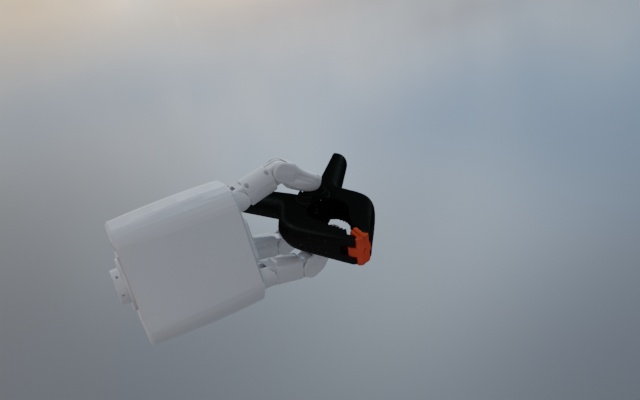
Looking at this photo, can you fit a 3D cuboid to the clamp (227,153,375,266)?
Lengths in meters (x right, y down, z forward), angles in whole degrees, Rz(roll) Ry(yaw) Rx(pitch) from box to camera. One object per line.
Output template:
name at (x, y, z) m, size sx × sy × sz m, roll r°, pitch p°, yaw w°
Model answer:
clamp at (0.000, 0.001, 0.490) m, size 0.164 × 0.036 × 0.210 m, roll -22°, pitch 29°, yaw -25°
